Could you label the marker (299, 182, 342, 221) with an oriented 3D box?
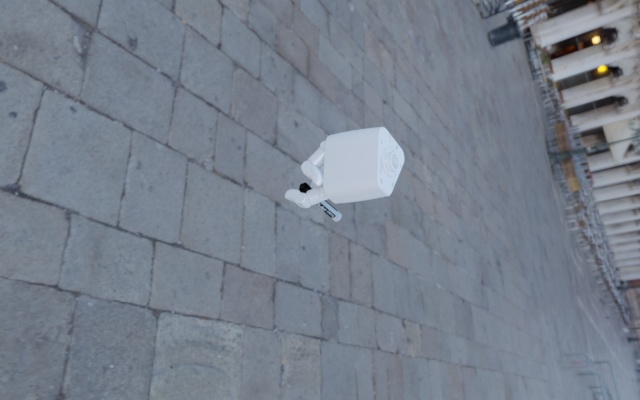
[{"bbox_3d":[0.000,0.003,0.872,0.020,0.020,0.121,0,-29,39],"label":"marker"}]
